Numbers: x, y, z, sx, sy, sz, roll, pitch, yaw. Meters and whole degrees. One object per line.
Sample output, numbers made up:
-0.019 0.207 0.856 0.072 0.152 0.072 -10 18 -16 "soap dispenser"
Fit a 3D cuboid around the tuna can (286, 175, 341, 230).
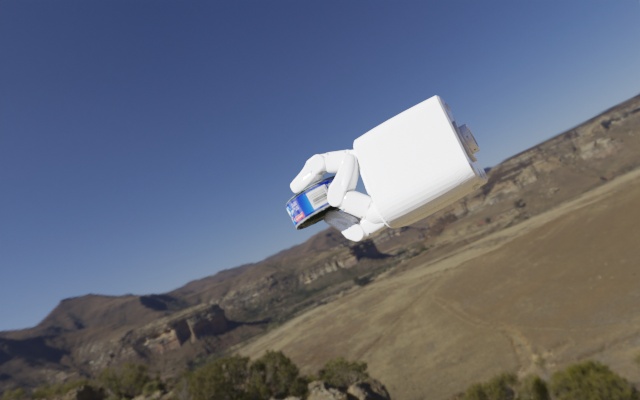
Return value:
0.000 0.002 0.602 0.086 0.033 0.086 -28 -9 -5 "tuna can"
